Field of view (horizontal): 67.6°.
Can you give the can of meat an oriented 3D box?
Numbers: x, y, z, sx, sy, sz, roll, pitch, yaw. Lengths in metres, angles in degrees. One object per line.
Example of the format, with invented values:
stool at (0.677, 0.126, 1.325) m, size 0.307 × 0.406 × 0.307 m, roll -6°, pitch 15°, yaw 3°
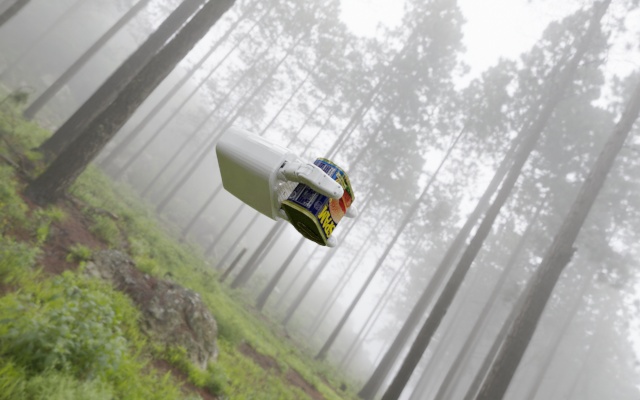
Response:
can of meat at (0.000, 0.002, 0.658) m, size 0.057 × 0.084 × 0.102 m, roll 26°, pitch -20°, yaw 25°
